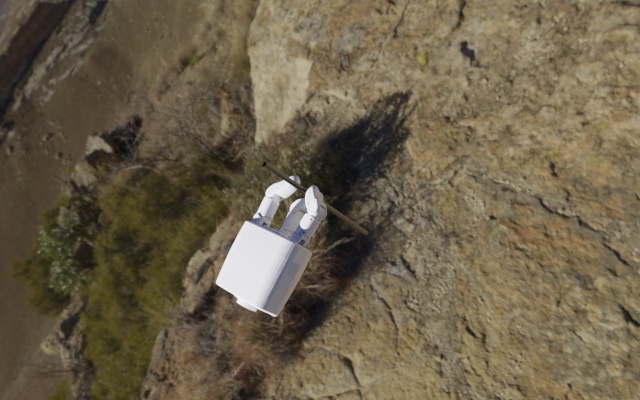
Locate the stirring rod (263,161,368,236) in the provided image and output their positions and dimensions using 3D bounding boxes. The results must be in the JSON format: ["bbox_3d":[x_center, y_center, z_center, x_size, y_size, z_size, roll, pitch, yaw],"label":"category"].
[{"bbox_3d":[0.000,0.003,0.746,0.011,0.011,0.240,0,-27,47],"label":"stirring rod"}]
